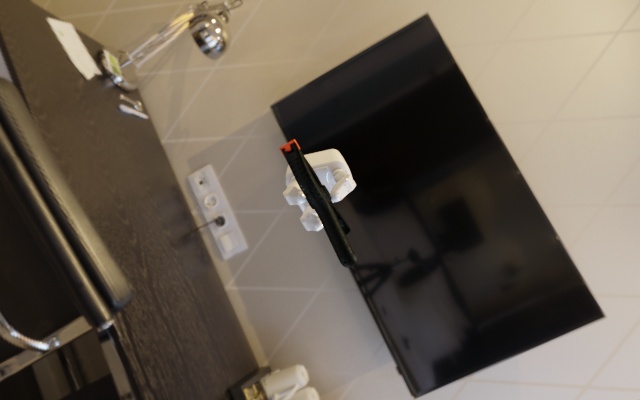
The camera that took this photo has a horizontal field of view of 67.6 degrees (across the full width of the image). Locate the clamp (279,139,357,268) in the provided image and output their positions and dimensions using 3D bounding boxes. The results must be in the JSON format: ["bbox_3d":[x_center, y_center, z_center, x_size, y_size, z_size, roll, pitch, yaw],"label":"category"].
[{"bbox_3d":[0.001,0.002,0.762,0.036,0.210,0.164,-29,19,6],"label":"clamp"}]
